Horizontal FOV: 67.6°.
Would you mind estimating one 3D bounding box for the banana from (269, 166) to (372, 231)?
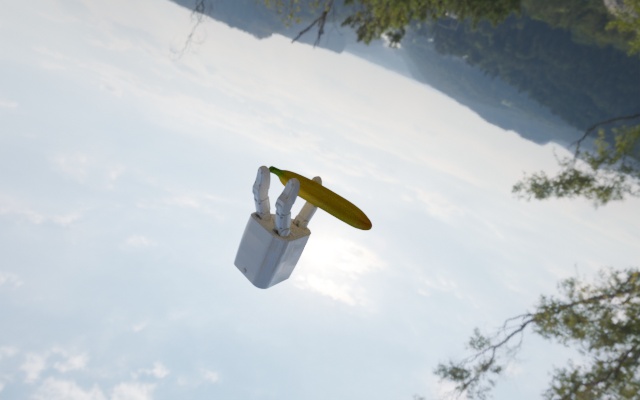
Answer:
[{"bbox_3d":[0.003,-0.001,0.803,0.198,0.037,0.069,29,15,13],"label":"banana"}]
